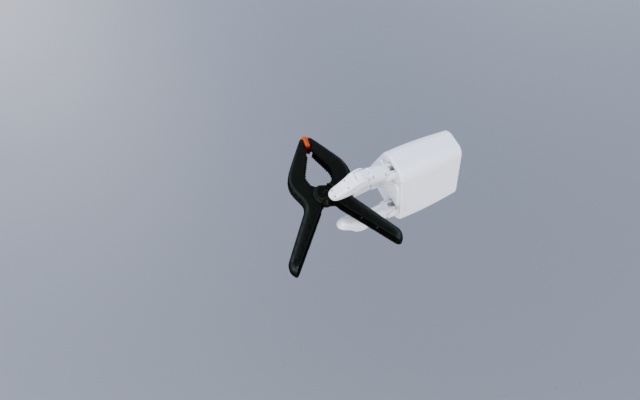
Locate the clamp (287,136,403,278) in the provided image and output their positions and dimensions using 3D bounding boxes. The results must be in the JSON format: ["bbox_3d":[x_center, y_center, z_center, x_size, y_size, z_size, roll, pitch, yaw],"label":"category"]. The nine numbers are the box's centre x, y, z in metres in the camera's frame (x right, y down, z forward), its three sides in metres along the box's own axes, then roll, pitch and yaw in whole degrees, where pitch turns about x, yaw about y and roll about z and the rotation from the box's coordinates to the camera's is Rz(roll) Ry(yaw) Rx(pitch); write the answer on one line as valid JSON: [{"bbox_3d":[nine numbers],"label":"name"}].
[{"bbox_3d":[0.000,0.001,0.689,0.164,0.210,0.036,-23,-22,-11],"label":"clamp"}]
